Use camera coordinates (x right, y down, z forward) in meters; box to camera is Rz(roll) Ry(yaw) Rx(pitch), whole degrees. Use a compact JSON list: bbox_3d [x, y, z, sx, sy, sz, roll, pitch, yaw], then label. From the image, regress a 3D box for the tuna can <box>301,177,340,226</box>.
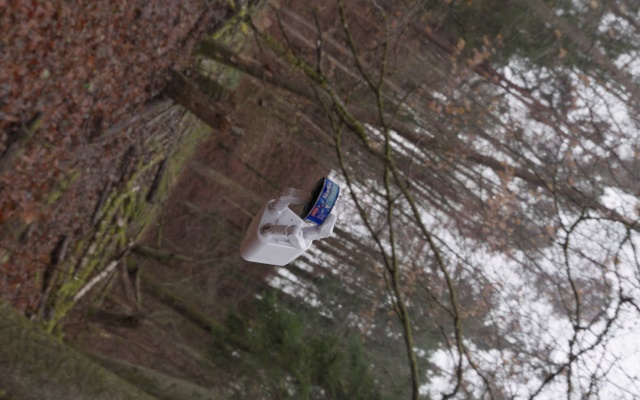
[{"bbox_3d":[0.001,0.003,0.858,0.034,0.086,0.086,28,-6,-11],"label":"tuna can"}]
